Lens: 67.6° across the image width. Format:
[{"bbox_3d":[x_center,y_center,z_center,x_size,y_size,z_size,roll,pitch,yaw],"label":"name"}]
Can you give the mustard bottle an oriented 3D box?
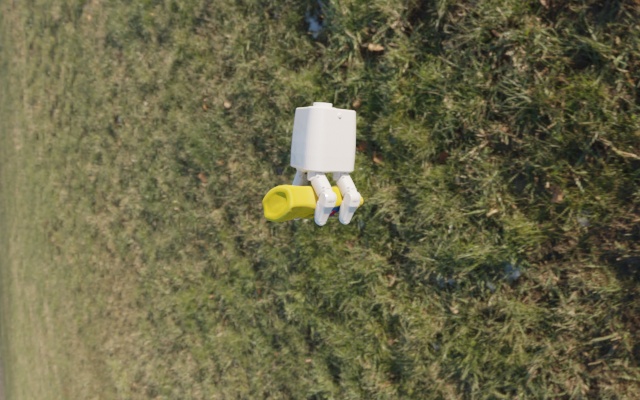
[{"bbox_3d":[0.000,0.003,0.850,0.191,0.058,0.096,-2,-15,-38],"label":"mustard bottle"}]
